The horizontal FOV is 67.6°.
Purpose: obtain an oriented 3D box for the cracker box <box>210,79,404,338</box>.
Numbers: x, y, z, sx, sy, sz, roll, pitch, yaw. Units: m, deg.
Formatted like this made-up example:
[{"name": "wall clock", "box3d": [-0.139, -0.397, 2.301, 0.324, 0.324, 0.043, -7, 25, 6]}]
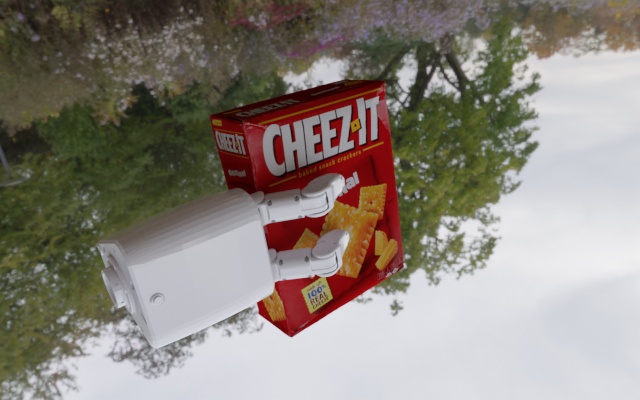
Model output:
[{"name": "cracker box", "box3d": [0.000, 0.002, 0.478, 0.164, 0.214, 0.072, -24, 26, -32]}]
